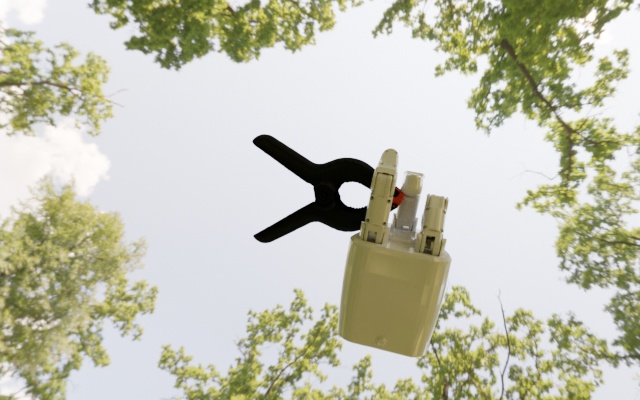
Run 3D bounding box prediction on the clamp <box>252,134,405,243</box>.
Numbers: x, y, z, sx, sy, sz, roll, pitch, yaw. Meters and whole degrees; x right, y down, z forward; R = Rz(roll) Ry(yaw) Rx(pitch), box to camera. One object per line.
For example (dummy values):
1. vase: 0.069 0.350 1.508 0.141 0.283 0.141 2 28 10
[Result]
1. clamp: 0.000 0.001 0.513 0.171 0.120 0.039 13 20 15
